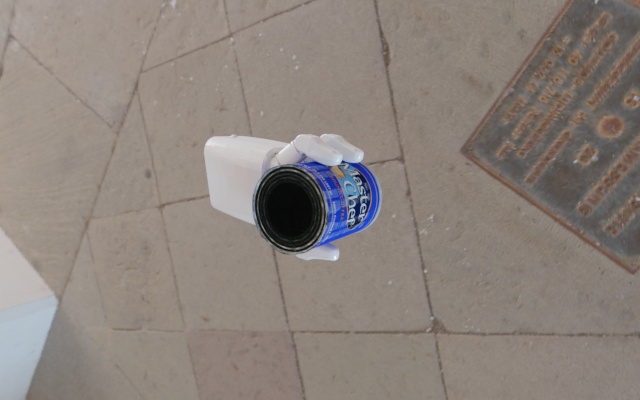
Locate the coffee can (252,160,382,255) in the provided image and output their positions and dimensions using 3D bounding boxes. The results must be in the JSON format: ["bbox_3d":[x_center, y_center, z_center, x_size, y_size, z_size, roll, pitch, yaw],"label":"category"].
[{"bbox_3d":[0.000,0.002,0.586,0.103,0.103,0.140,0,7,32],"label":"coffee can"}]
